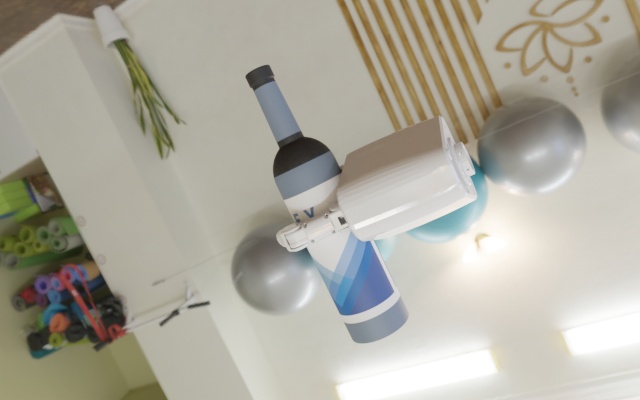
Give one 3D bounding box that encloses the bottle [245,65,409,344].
[{"bbox_3d":[0.000,0.002,0.493,0.069,0.296,0.069,-26,6,3],"label":"bottle"}]
